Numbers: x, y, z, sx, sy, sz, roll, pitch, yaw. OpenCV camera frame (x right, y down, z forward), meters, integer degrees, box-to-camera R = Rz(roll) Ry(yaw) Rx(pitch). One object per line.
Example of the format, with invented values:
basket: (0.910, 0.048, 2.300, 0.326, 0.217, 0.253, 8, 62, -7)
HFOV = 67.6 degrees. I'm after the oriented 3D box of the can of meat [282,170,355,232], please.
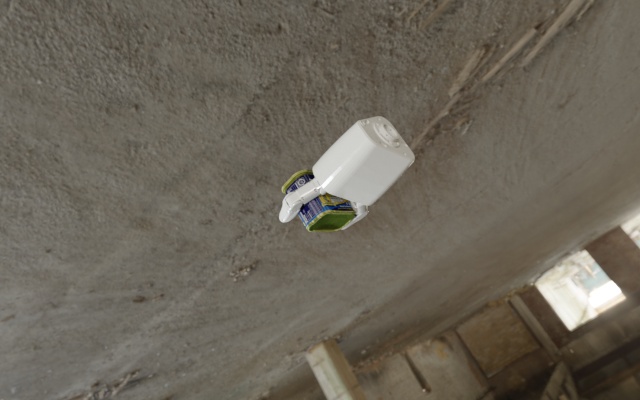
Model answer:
can of meat: (0.000, 0.003, 0.767, 0.057, 0.084, 0.102, -45, -27, 27)
